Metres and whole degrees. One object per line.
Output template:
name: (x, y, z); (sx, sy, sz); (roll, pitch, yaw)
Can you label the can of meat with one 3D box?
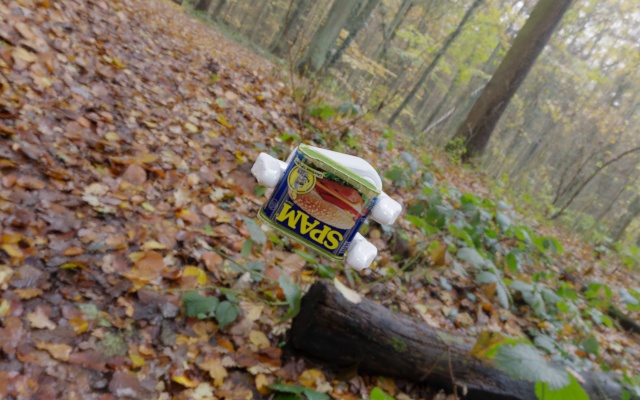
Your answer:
can of meat: (0.000, 0.001, 0.492); (0.102, 0.084, 0.057); (29, 12, -6)
